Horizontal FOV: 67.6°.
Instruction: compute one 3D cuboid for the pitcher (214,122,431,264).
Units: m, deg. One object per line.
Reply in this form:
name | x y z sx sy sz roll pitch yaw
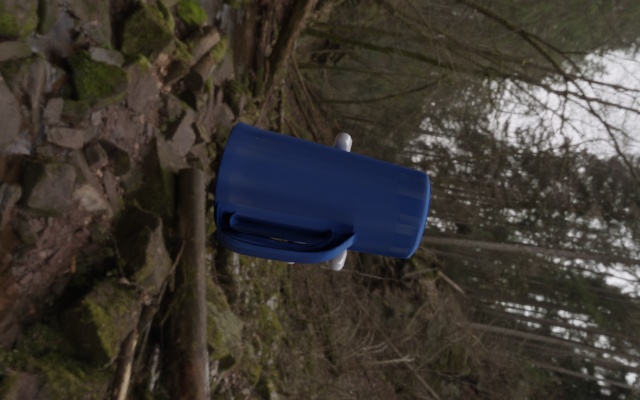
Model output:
pitcher | 0.000 0.002 0.571 0.243 0.149 0.145 12 -2 2
